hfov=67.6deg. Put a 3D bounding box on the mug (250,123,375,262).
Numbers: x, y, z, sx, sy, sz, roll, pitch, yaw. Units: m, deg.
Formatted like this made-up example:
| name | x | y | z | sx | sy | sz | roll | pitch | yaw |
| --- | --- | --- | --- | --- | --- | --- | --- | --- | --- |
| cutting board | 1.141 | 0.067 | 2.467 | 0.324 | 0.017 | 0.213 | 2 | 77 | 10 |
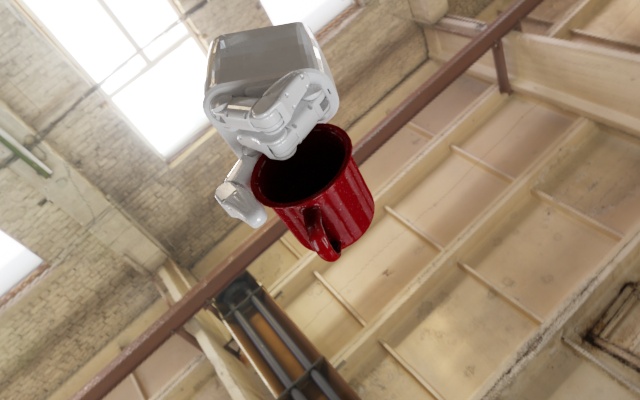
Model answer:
| name | x | y | z | sx | sy | sz | roll | pitch | yaw |
| --- | --- | --- | --- | --- | --- | --- | --- | --- | --- |
| mug | 0.000 | 0.002 | 0.414 | 0.093 | 0.117 | 0.081 | -22 | -45 | 11 |
